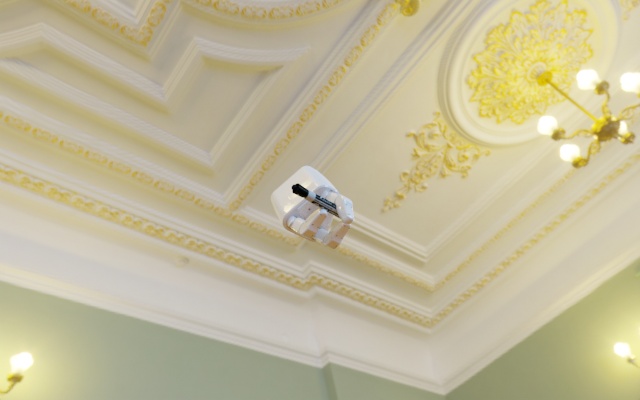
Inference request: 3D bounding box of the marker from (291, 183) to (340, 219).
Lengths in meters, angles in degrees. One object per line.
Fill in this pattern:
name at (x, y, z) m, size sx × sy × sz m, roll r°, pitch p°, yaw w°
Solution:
marker at (0.000, 0.003, 0.804) m, size 0.121 × 0.020 × 0.020 m, roll 29°, pitch -16°, yaw -32°
